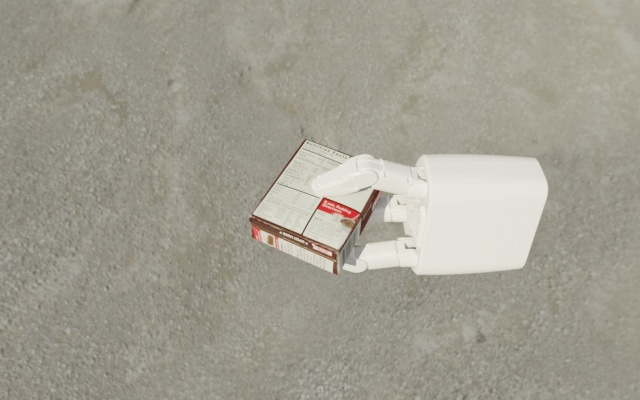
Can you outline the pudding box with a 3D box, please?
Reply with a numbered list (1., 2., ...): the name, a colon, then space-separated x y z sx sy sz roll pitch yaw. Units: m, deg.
1. pudding box: 0.000 0.001 0.445 0.090 0.113 0.039 21 -38 16
